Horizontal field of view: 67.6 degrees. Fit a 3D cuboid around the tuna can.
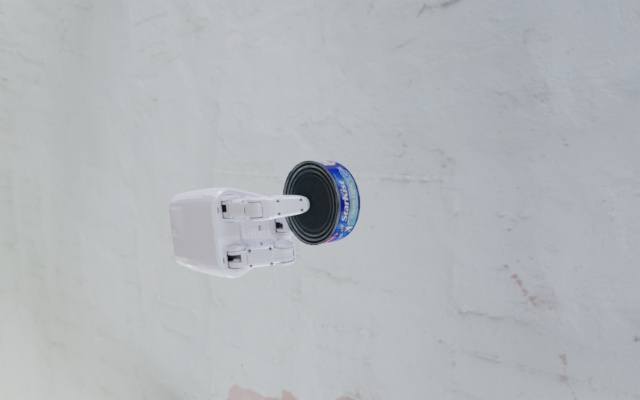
[{"bbox_3d":[0.001,0.002,0.491,0.034,0.086,0.086,-6,4,-42],"label":"tuna can"}]
